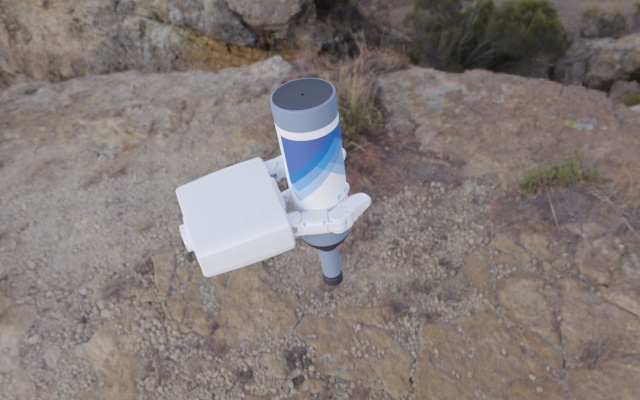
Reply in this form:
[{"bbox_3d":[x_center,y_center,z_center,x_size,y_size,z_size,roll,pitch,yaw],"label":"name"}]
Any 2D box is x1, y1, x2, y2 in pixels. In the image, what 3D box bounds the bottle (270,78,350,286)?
[{"bbox_3d":[0.000,0.002,0.574,0.069,0.296,0.069,-5,42,5],"label":"bottle"}]
